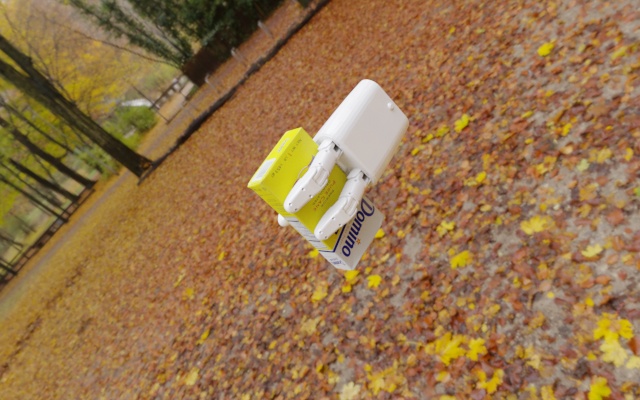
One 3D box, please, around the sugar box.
[{"bbox_3d":[0.000,0.002,0.614,0.176,0.093,0.048,43,-23,-22],"label":"sugar box"}]
